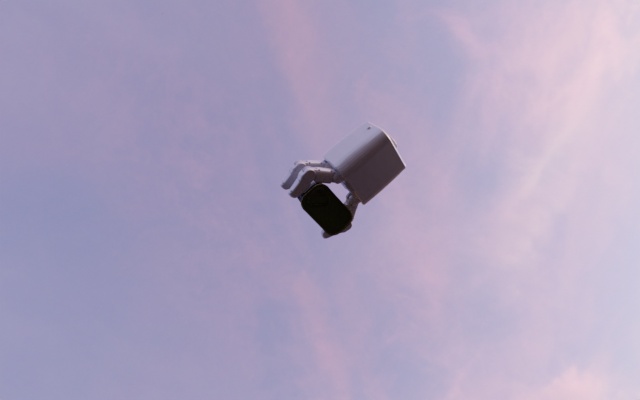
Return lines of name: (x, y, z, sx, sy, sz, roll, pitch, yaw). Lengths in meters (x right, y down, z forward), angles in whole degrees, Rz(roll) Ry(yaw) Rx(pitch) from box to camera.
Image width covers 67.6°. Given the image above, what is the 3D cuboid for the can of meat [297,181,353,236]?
can of meat: (0.000, 0.003, 0.857, 0.102, 0.057, 0.084, 46, 2, -27)
